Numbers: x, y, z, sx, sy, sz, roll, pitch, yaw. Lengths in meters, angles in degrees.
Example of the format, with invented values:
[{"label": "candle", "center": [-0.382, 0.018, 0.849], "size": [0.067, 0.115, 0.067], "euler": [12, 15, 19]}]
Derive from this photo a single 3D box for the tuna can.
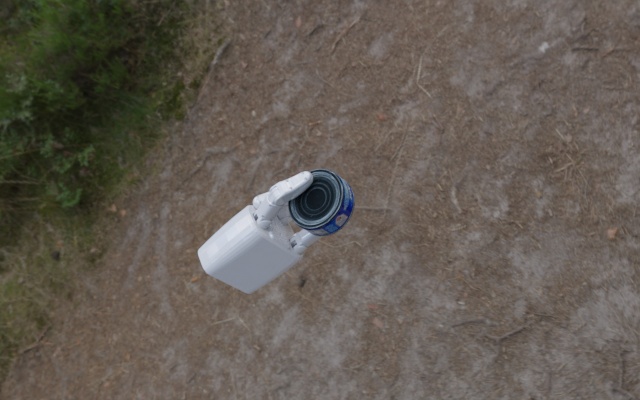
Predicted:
[{"label": "tuna can", "center": [0.000, 0.002, 0.633], "size": [0.086, 0.086, 0.034], "euler": [0, -19, 31]}]
